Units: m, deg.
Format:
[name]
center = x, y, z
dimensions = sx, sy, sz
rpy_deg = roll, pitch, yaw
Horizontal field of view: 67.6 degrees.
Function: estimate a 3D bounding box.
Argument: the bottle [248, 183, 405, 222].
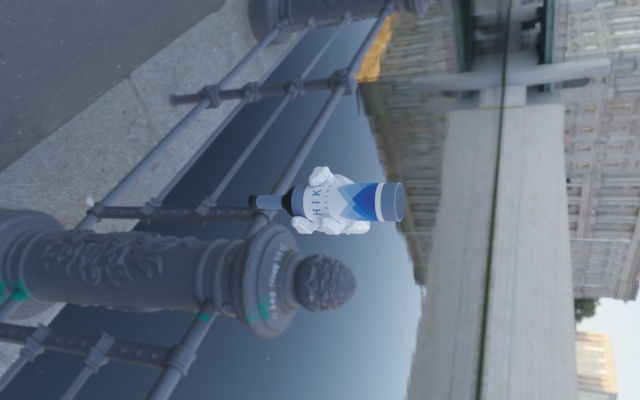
[bottle]
center = 0.000, 0.003, 0.867
dimensions = 0.296, 0.069, 0.069
rpy_deg = 0, 0, 24
